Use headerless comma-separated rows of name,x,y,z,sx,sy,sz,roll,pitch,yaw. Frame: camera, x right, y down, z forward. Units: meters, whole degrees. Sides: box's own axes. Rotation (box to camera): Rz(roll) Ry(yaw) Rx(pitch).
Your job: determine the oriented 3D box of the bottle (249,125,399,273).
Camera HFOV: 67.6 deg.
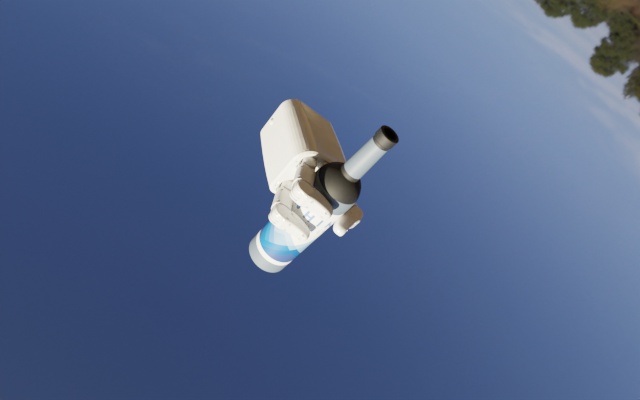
bottle,0.000,0.002,0.655,0.069,0.069,0.296,0,-33,-42
